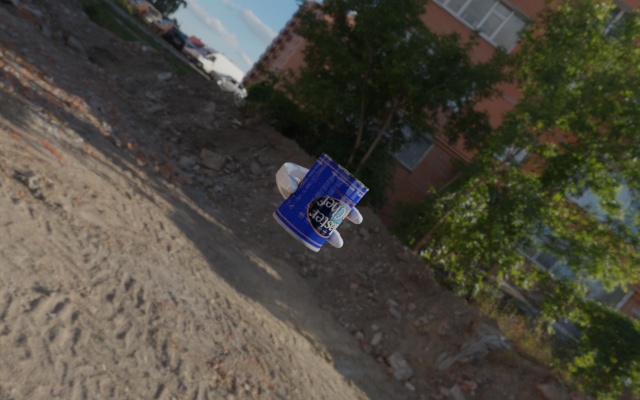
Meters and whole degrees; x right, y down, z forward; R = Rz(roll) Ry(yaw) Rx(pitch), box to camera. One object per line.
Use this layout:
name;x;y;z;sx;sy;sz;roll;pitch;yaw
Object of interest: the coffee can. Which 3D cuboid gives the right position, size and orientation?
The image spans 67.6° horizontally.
coffee can;0.000;0.003;0.828;0.103;0.140;0.103;39;4;-3
